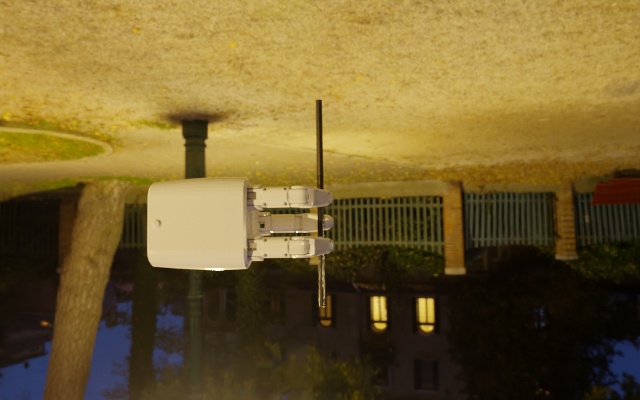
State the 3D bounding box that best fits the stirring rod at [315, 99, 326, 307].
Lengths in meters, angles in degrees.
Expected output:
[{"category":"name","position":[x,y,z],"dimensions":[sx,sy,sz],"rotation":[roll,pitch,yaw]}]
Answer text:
[{"category":"stirring rod","position":[0.000,0.002,0.555],"dimensions":[0.011,0.239,0.011],"rotation":[-1,-4,0]}]
